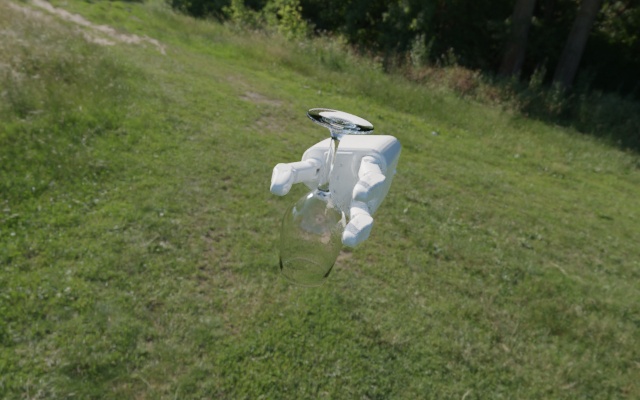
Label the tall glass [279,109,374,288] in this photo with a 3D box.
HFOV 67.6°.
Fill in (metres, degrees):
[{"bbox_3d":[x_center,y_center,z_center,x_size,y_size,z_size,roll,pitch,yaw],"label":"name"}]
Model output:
[{"bbox_3d":[0.000,0.001,0.552,0.079,0.201,0.079,12,24,-5],"label":"tall glass"}]
